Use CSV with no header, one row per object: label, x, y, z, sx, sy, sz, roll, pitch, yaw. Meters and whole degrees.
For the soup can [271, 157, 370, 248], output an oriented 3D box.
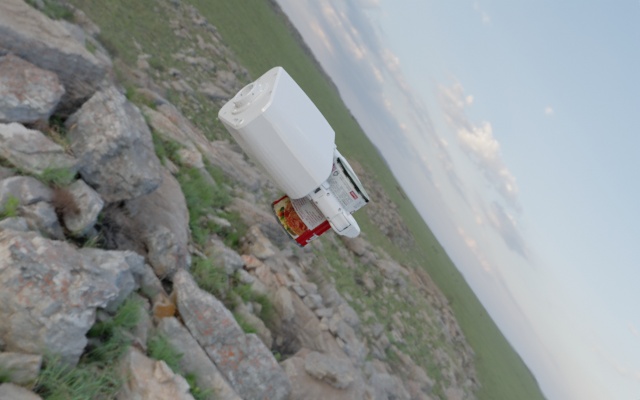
soup can,0.001,0.002,0.584,0.102,0.068,0.068,-35,-6,9
